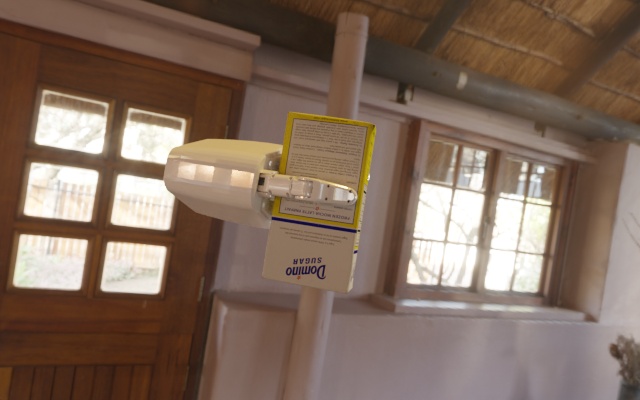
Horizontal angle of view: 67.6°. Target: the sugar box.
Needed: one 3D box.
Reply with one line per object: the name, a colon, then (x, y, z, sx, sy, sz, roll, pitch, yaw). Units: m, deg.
sugar box: (0.000, 0.002, 0.503, 0.093, 0.176, 0.048, 9, 0, 11)
